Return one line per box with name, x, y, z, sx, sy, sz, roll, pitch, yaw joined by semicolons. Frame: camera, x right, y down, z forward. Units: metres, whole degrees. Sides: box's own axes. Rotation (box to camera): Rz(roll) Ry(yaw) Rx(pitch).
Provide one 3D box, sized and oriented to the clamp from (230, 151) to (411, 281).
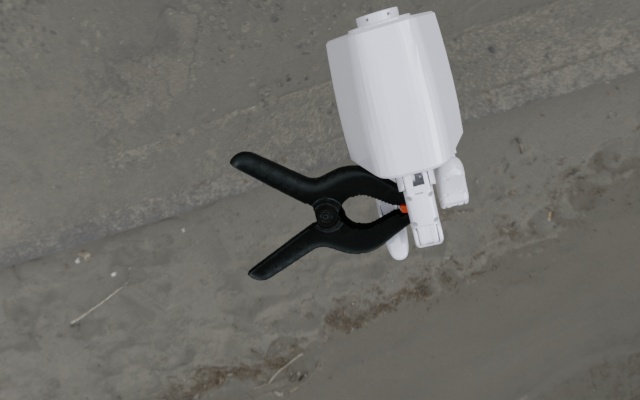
clamp;0.000;0.002;0.422;0.171;0.120;0.039;-14;17;10
